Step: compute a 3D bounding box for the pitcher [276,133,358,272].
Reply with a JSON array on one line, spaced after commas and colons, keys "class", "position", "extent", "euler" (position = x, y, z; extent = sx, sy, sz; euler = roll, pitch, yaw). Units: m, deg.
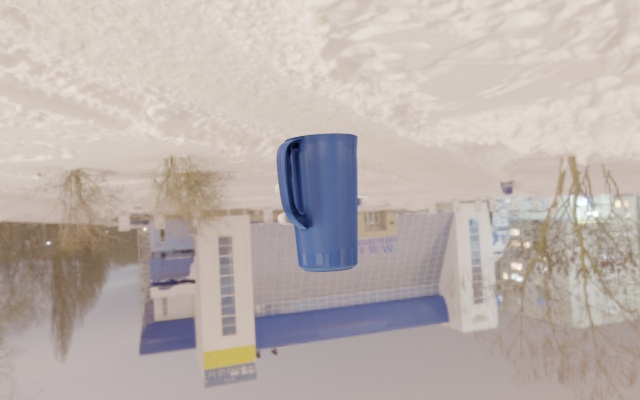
[{"class": "pitcher", "position": [0.000, 0.003, 0.858], "extent": [0.149, 0.243, 0.145], "euler": [-3, -1, -5]}]
